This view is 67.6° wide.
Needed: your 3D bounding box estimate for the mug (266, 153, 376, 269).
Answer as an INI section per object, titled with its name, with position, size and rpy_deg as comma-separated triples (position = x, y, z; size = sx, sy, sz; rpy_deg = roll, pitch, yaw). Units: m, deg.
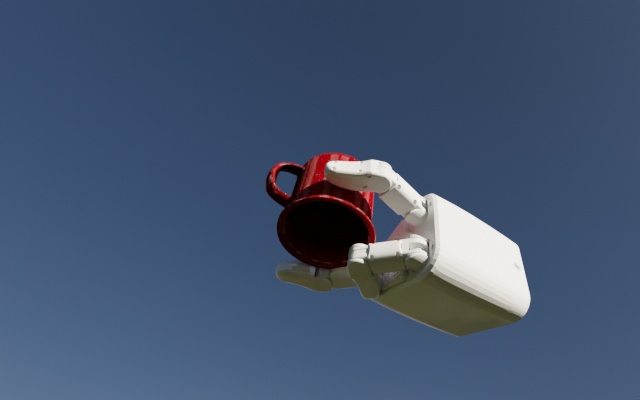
[mug]
position = -0.001, 0.001, 0.470
size = 0.117, 0.081, 0.093
rpy_deg = 28, -50, -12
